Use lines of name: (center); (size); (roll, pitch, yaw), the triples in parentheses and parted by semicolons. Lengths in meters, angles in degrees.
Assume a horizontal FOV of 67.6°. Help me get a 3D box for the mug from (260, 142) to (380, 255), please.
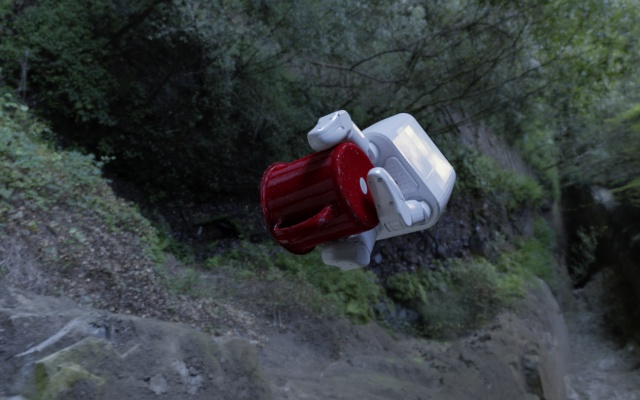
mug: (0.000, 0.002, 0.429); (0.081, 0.093, 0.117); (-19, 15, 32)
